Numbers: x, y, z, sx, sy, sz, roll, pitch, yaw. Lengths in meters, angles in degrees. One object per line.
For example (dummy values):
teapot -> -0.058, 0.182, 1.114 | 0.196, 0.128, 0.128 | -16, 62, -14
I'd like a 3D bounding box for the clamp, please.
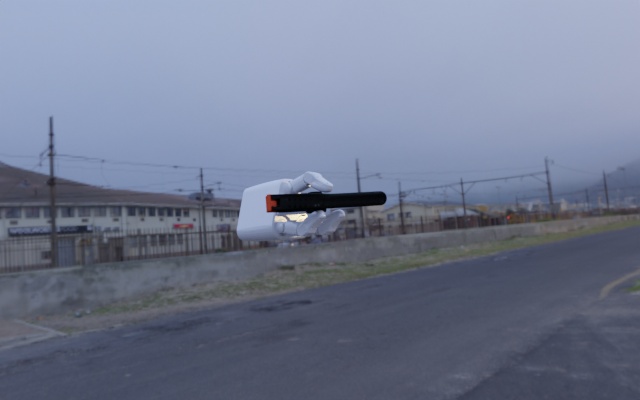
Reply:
clamp -> 0.000, 0.002, 0.814 | 0.164, 0.036, 0.210 | -9, -6, 40
